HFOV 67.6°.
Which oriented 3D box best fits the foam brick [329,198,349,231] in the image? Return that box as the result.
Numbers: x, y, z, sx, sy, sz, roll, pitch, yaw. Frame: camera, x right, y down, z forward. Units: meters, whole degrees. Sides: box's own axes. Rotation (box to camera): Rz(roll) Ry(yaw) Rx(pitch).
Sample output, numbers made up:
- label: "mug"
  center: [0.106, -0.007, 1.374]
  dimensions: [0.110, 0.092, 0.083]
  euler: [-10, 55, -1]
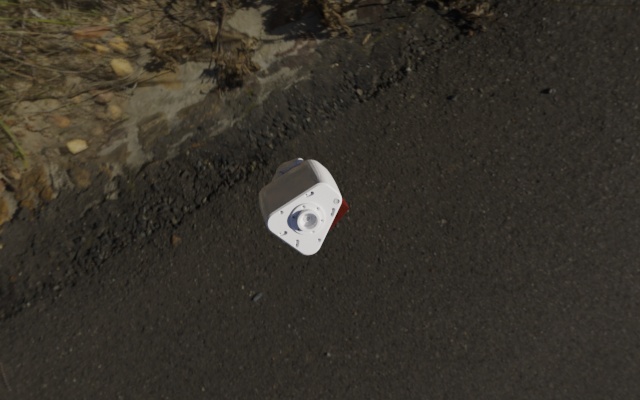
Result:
- label: "foam brick"
  center: [0.000, 0.003, 0.803]
  dimensions: [0.078, 0.053, 0.051]
  euler: [38, 9, -22]
